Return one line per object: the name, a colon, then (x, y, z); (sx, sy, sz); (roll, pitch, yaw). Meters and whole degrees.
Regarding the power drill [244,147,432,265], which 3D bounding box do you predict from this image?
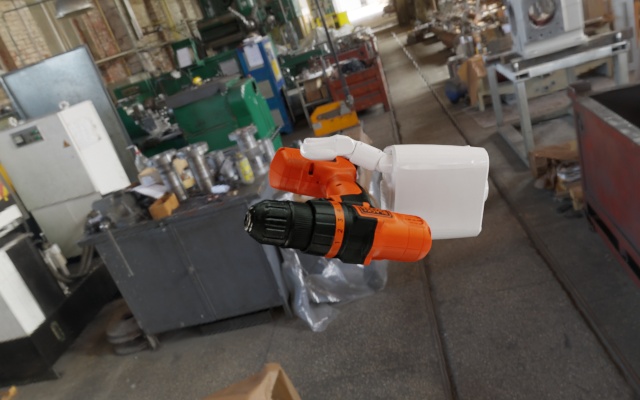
power drill: (0.000, 0.001, 0.503); (0.184, 0.057, 0.187); (10, 22, -22)
